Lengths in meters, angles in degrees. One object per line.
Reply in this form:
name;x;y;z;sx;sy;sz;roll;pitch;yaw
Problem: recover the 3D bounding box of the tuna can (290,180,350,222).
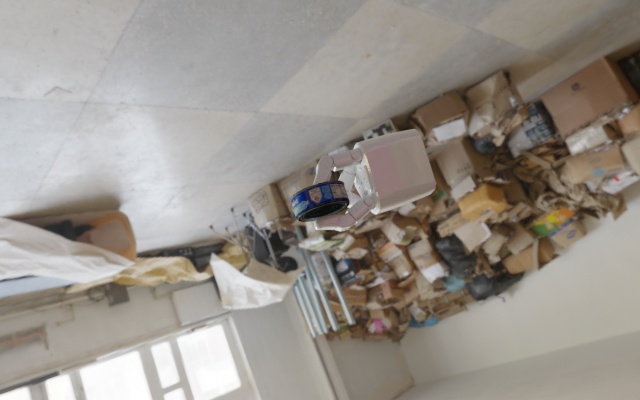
tuna can;0.000;0.003;0.717;0.086;0.033;0.086;-17;-15;-5
